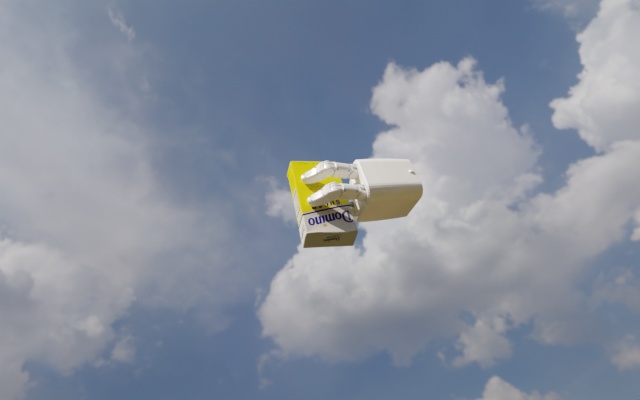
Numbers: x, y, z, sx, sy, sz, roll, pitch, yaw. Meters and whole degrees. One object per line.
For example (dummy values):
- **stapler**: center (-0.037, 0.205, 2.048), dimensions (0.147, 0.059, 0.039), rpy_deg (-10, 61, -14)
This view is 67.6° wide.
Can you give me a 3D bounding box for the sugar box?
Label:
- **sugar box**: center (0.000, 0.002, 0.856), dimensions (0.093, 0.048, 0.176), rpy_deg (-1, 45, -16)
